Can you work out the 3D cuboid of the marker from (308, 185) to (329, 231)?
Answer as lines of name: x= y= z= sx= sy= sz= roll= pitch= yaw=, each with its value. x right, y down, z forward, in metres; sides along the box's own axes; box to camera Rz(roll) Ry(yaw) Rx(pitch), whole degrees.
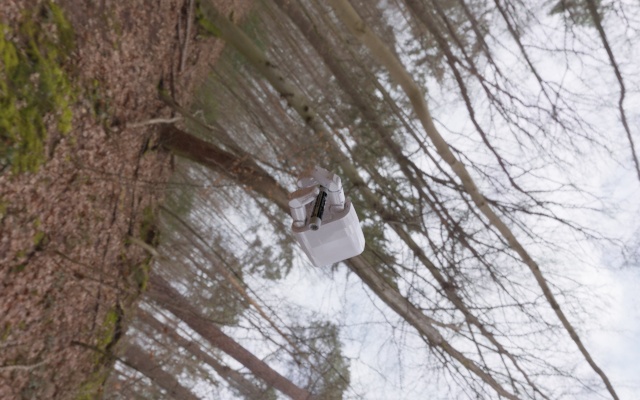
marker: x=0.000 y=0.003 z=0.802 sx=0.020 sy=0.020 sz=0.121 roll=0 pitch=42 yaw=14
